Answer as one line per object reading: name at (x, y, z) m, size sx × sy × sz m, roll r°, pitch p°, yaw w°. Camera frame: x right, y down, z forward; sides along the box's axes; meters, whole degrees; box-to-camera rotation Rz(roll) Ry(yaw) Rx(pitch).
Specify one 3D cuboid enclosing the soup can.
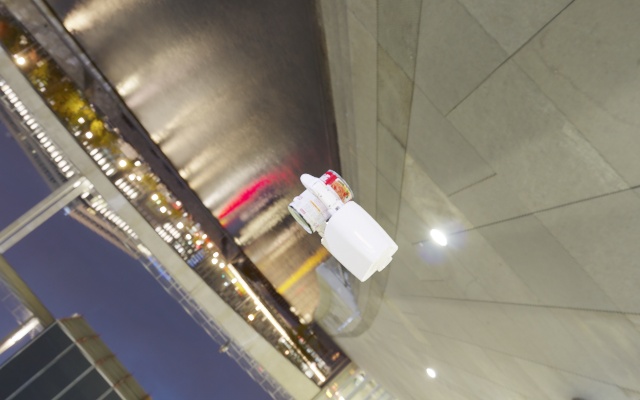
soup can at (0.000, 0.003, 0.867) m, size 0.102 × 0.068 × 0.068 m, roll -41°, pitch 10°, yaw -12°
